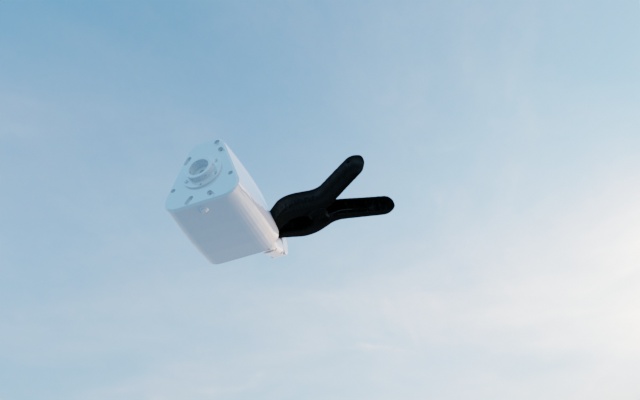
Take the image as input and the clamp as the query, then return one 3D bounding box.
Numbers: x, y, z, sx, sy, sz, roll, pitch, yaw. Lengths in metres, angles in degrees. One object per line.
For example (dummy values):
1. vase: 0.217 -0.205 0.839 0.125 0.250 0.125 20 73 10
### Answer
1. clamp: 0.000 0.002 0.597 0.171 0.039 0.120 -19 -42 9
